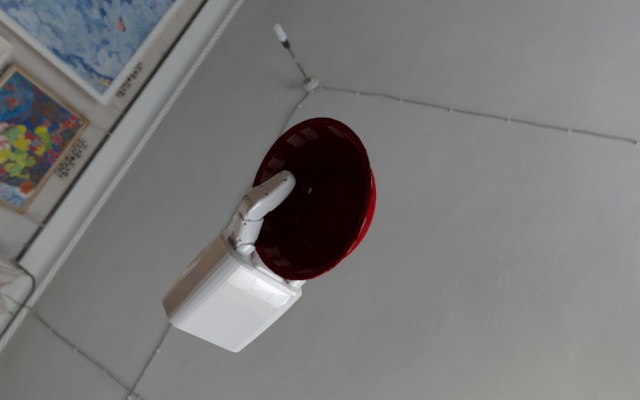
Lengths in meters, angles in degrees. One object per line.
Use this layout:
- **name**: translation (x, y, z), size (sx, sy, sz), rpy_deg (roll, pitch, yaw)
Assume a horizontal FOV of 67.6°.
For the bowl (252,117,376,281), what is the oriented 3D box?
- **bowl**: translation (0.001, 0.001, 0.480), size (0.162, 0.162, 0.055), rpy_deg (0, -11, 43)
